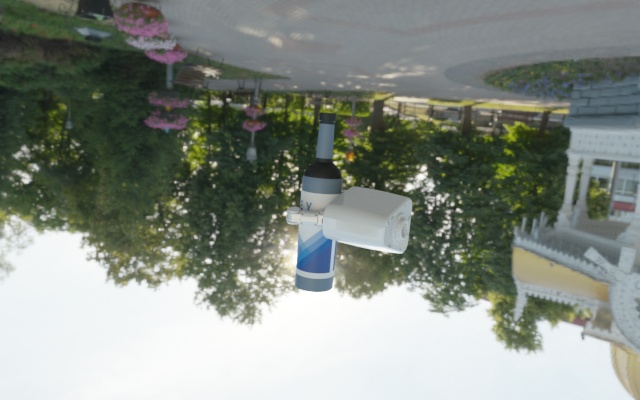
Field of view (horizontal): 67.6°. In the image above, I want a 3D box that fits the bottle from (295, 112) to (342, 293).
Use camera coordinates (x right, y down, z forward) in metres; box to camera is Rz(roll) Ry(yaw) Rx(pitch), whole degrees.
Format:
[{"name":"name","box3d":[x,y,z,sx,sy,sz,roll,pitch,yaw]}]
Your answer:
[{"name":"bottle","box3d":[0.000,0.003,0.800,0.069,0.296,0.069,5,9,-1]}]
